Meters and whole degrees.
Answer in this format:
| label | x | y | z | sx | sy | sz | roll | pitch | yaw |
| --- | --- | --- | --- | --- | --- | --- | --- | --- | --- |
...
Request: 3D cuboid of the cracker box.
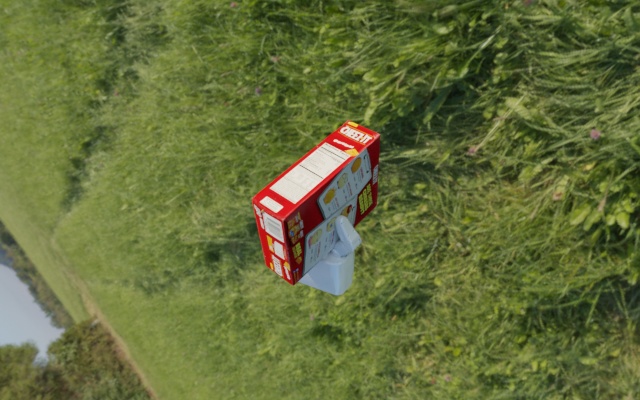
| label | x | y | z | sx | sy | sz | roll | pitch | yaw |
| --- | --- | --- | --- | --- | --- | --- | --- | --- | --- |
| cracker box | 0.000 | 0.003 | 0.733 | 0.072 | 0.164 | 0.213 | 31 | 57 | 27 |
